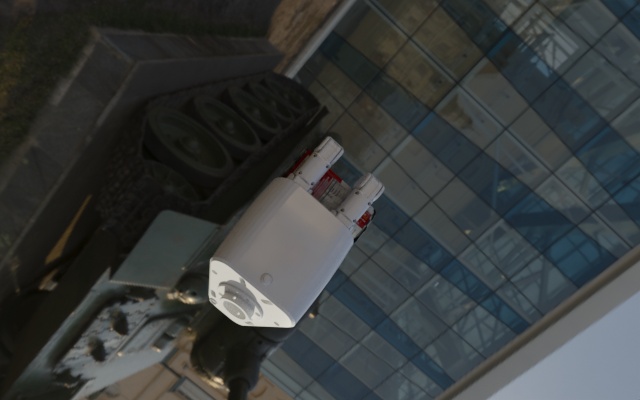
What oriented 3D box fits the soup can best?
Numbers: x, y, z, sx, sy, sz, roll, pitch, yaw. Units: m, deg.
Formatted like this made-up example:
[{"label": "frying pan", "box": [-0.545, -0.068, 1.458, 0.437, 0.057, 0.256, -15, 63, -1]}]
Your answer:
[{"label": "soup can", "box": [0.000, 0.002, 0.509, 0.102, 0.068, 0.068, 41, -5, -6]}]
